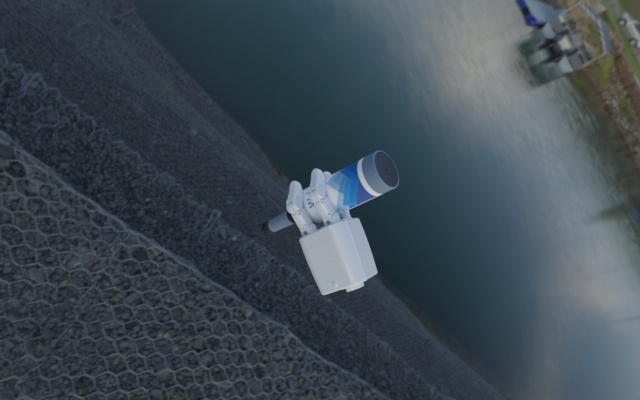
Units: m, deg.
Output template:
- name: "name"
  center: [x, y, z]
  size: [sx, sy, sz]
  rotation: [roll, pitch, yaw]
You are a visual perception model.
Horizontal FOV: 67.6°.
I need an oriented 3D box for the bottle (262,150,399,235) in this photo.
- name: "bottle"
  center: [0.000, 0.003, 0.848]
  size: [0.296, 0.069, 0.069]
  rotation: [-27, -17, 37]
